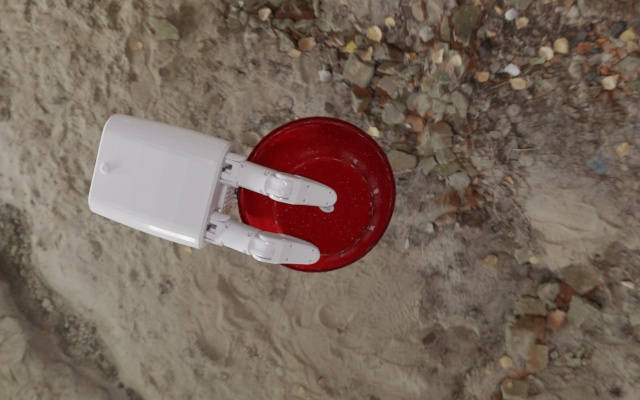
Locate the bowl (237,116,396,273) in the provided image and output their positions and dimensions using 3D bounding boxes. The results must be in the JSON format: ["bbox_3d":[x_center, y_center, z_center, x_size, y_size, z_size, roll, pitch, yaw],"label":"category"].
[{"bbox_3d":[0.001,0.002,0.459,0.162,0.162,0.055,0,12,-7],"label":"bowl"}]
